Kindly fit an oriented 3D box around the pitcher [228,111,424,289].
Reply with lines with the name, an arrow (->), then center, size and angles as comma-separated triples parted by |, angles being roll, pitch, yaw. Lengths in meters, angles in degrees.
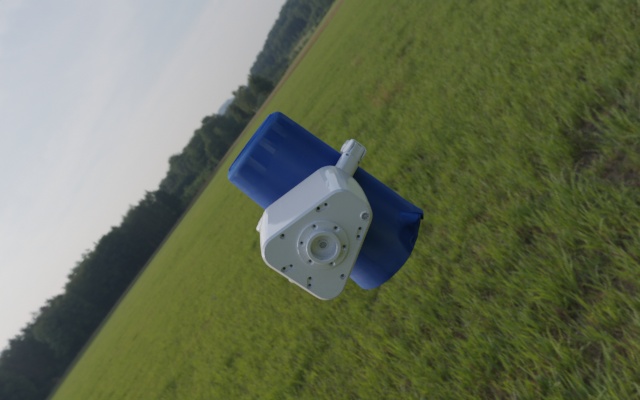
pitcher -> 0.000, 0.002, 0.631 | 0.243, 0.149, 0.145 | 37, 9, -13
